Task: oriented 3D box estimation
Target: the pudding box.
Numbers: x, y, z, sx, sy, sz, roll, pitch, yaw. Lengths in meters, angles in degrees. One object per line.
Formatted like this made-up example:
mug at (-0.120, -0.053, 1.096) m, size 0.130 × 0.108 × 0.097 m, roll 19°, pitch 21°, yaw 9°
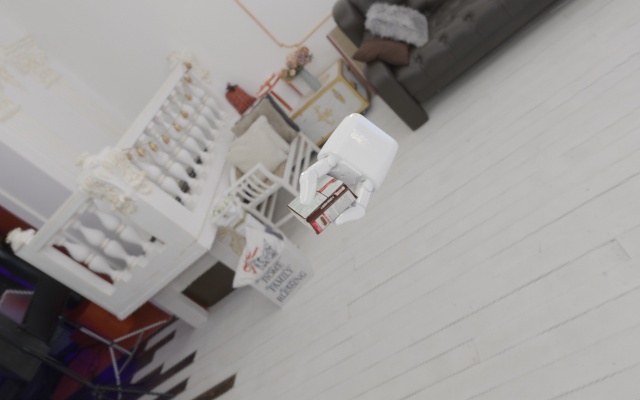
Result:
pudding box at (0.000, 0.002, 0.794) m, size 0.090 × 0.039 × 0.113 m, roll -44°, pitch 20°, yaw -6°
